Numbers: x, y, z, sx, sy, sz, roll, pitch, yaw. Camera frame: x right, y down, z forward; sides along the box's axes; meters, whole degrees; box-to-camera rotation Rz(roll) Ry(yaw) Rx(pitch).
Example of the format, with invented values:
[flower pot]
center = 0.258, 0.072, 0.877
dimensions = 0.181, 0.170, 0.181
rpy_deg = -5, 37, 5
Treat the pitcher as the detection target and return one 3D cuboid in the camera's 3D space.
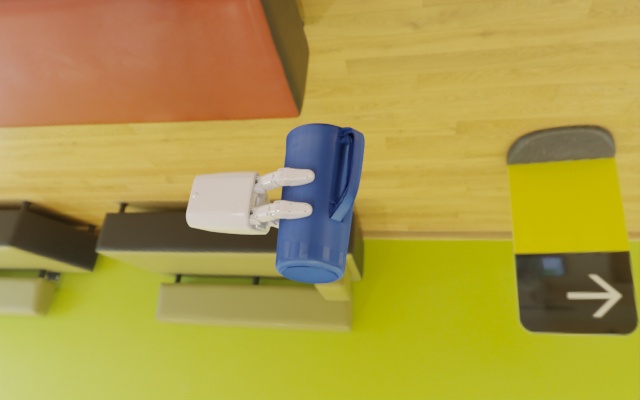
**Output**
[pitcher]
center = 0.000, 0.003, 0.773
dimensions = 0.145, 0.242, 0.149
rpy_deg = 1, -25, 11
